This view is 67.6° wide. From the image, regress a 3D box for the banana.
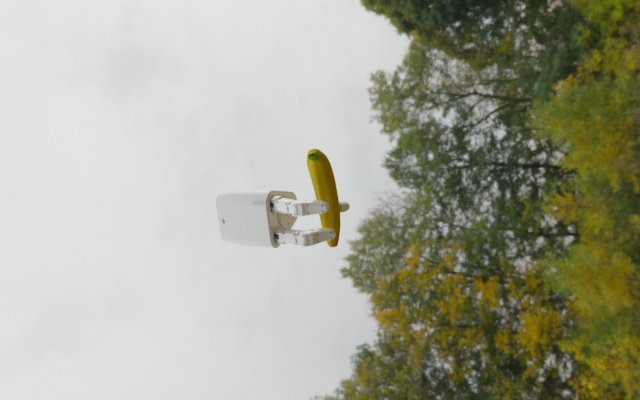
[{"bbox_3d":[0.004,-0.012,0.781,0.037,0.198,0.069,1,41,20],"label":"banana"}]
